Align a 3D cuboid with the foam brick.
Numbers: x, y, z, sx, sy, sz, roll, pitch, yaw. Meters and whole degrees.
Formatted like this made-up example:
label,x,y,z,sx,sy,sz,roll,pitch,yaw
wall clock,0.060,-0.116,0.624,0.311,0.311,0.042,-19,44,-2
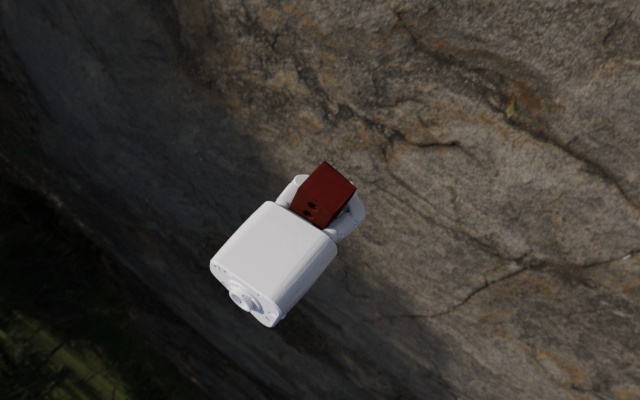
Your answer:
label,x,y,z,sx,sy,sz,roll,pitch,yaw
foam brick,0.000,0.002,0.580,0.051,0.053,0.078,-46,-8,-30
